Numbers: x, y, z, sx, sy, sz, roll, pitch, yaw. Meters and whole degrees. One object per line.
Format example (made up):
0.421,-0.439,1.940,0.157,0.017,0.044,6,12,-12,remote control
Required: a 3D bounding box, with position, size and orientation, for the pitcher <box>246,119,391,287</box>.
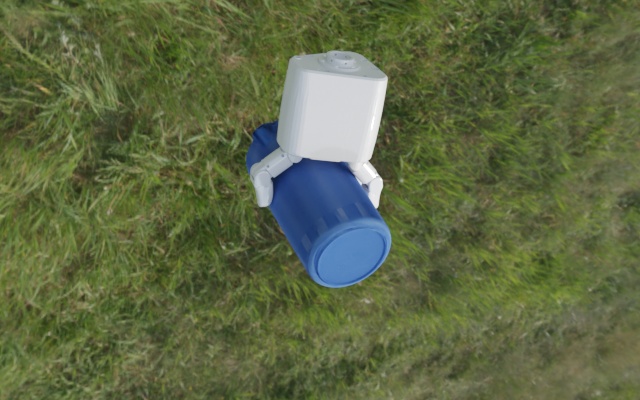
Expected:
0.000,0.002,0.645,0.149,0.145,0.242,-5,37,-23,pitcher
